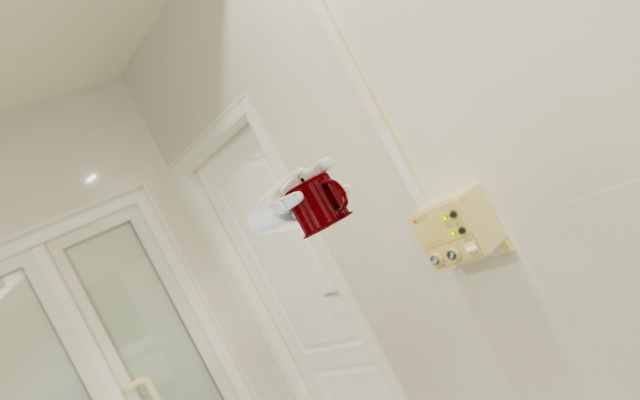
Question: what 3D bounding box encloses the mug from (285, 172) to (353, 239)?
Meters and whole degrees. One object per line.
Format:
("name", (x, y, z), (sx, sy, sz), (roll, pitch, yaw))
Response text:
("mug", (0.001, 0.002, 0.778), (0.093, 0.081, 0.117), (-28, -1, -37))
